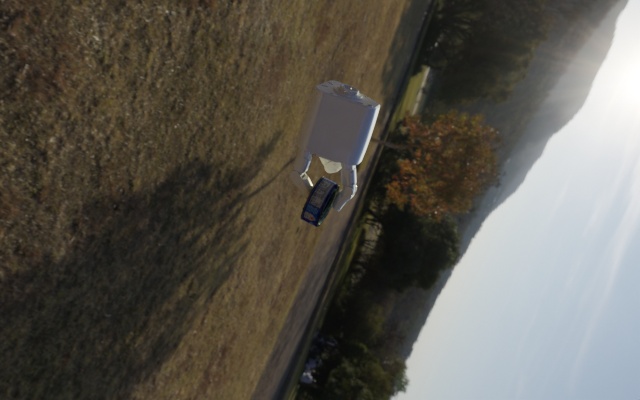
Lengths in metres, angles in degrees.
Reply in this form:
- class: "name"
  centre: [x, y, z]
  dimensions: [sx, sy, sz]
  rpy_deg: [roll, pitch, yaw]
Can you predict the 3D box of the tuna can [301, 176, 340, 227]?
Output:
- class: "tuna can"
  centre: [0.001, 0.003, 0.839]
  dimensions: [0.034, 0.086, 0.086]
  rpy_deg: [27, 4, 9]
